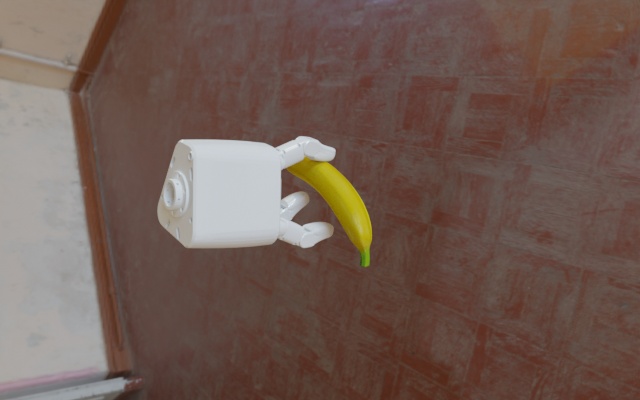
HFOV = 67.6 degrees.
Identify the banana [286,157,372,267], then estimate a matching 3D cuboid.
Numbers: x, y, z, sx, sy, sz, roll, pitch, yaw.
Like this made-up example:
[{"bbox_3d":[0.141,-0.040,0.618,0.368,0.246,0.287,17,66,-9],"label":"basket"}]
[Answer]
[{"bbox_3d":[0.009,-0.009,0.604,0.037,0.070,0.197,-6,48,-40],"label":"banana"}]
